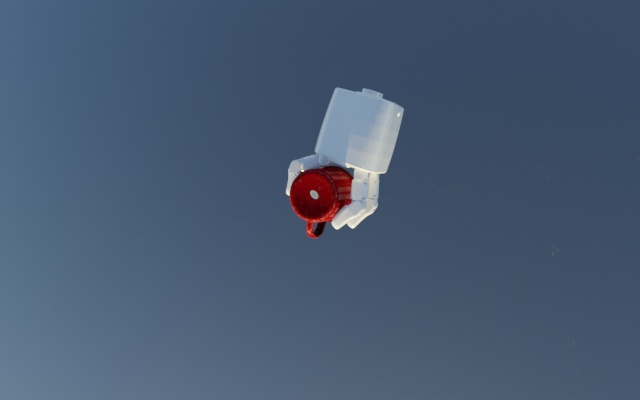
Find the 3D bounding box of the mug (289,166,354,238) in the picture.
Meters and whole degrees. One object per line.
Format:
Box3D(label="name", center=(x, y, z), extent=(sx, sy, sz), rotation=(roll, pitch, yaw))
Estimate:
Box3D(label="mug", center=(0.000, 0.004, 0.752), extent=(0.093, 0.117, 0.081), rotation=(19, 10, 21))
